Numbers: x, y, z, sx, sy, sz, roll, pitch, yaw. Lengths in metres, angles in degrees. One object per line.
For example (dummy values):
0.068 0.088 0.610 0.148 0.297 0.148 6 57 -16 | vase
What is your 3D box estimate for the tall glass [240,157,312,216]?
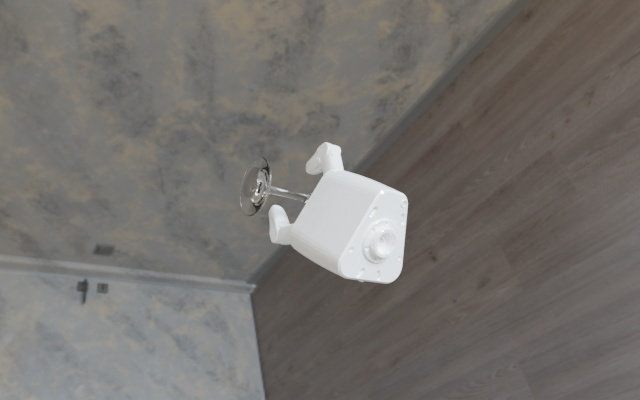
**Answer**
-0.001 0.002 0.637 0.201 0.079 0.079 13 -8 -34 | tall glass
